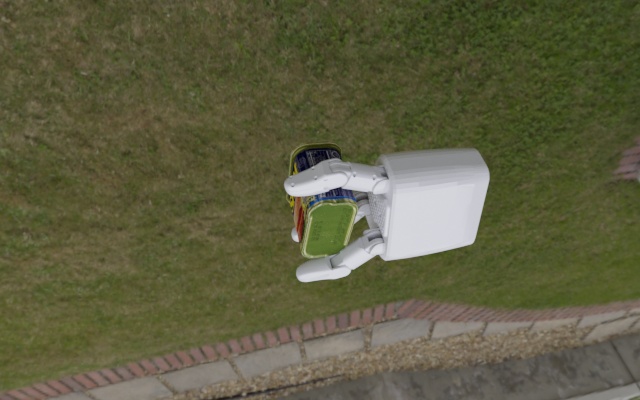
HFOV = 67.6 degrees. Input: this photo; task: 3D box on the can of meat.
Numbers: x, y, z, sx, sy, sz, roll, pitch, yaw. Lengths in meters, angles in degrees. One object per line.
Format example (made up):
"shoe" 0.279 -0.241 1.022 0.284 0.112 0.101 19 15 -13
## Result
"can of meat" 0.000 0.002 0.517 0.057 0.084 0.102 -5 -39 -14
